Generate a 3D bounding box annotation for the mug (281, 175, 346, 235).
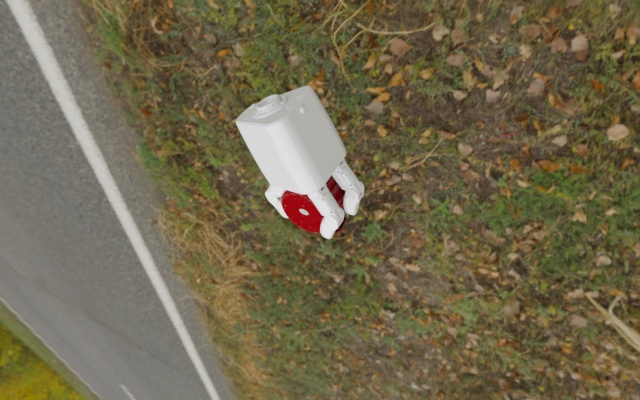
[{"bbox_3d":[0.001,0.004,0.717,0.093,0.117,0.081,-1,40,42],"label":"mug"}]
